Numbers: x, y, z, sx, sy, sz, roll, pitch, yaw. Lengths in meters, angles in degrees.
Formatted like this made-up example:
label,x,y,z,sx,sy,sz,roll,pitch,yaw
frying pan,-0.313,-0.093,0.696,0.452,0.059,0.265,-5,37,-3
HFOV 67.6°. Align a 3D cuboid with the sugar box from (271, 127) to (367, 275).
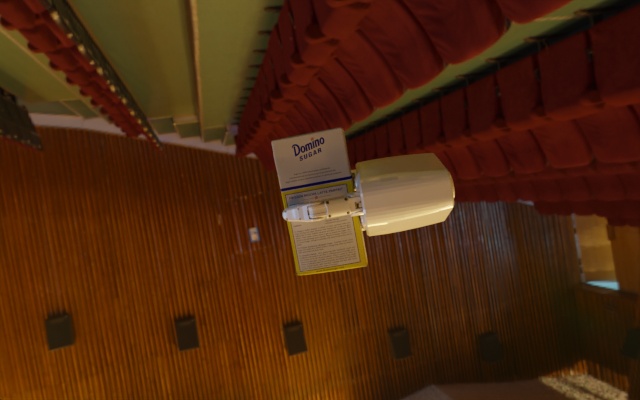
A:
label,x,y,z,sx,sy,sz,roll,pitch,yaw
sugar box,0.000,0.002,0.611,0.093,0.176,0.048,-9,2,6
